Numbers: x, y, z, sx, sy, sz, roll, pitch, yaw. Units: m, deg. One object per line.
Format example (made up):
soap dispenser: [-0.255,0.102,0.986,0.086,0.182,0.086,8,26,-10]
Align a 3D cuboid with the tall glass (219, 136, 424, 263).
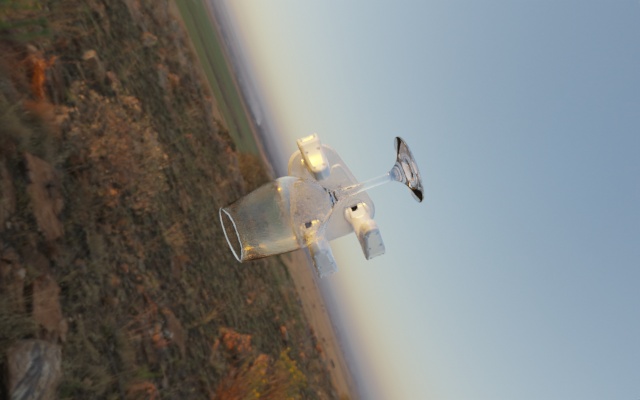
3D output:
tall glass: [0.001,0.001,0.500,0.201,0.079,0.079,-20,1,-2]
